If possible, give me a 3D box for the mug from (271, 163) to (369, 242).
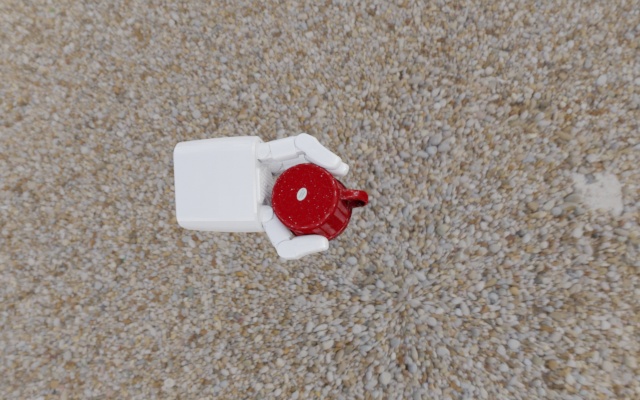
[{"bbox_3d":[0.001,0.002,0.584,0.117,0.093,0.081,-3,-12,11],"label":"mug"}]
